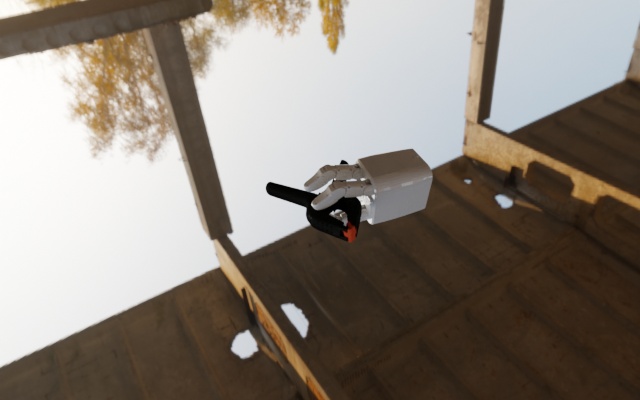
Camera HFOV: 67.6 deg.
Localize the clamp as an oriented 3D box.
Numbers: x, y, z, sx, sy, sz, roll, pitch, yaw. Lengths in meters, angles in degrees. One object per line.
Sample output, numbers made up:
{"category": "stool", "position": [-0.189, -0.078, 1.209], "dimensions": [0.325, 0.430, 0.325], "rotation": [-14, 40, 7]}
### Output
{"category": "clamp", "position": [0.001, 0.004, 0.819], "dimensions": [0.164, 0.036, 0.209], "rotation": [-15, 37, -9]}
